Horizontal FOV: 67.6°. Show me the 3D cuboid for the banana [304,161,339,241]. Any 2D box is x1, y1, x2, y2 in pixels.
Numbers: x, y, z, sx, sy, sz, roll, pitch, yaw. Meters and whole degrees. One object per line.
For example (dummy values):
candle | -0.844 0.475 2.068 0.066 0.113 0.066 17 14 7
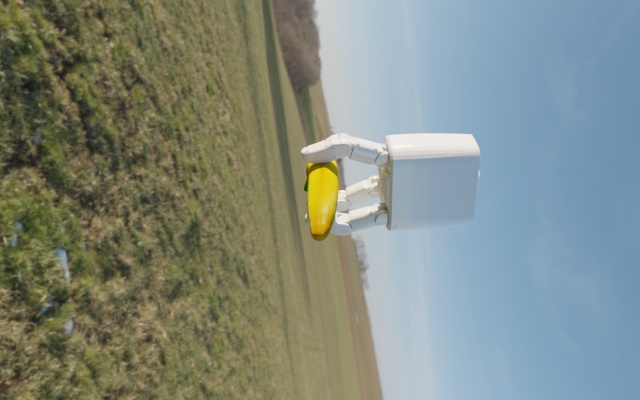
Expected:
banana | 0.002 -0.017 0.578 0.037 0.070 0.197 4 17 -4
